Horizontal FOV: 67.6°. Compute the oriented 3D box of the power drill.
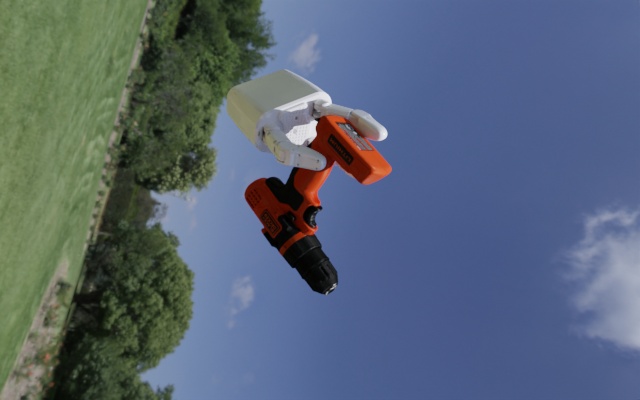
[{"bbox_3d":[0.000,0.001,0.603,0.188,0.184,0.057,-48,-19,26],"label":"power drill"}]
